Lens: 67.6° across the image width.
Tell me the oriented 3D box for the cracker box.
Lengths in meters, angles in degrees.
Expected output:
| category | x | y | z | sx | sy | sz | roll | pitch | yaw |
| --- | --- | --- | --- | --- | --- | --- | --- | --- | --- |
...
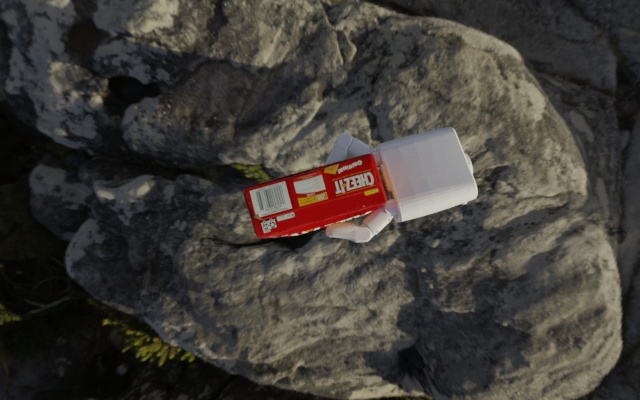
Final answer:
| category | x | y | z | sx | sy | sz | roll | pitch | yaw |
| --- | --- | --- | --- | --- | --- | --- | --- | --- | --- |
| cracker box | 0.000 | 0.002 | 0.665 | 0.164 | 0.072 | 0.214 | -16 | -5 | 2 |
